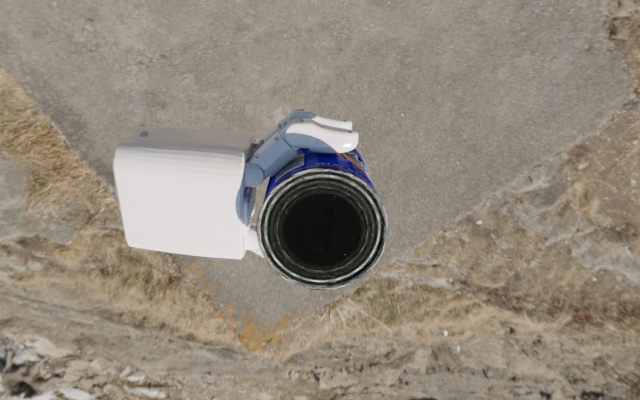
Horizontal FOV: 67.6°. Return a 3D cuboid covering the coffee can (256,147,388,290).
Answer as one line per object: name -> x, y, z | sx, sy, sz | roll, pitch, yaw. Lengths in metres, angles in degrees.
coffee can -> 0.000, 0.001, 0.434 | 0.103, 0.103, 0.140 | 0, 19, -1
